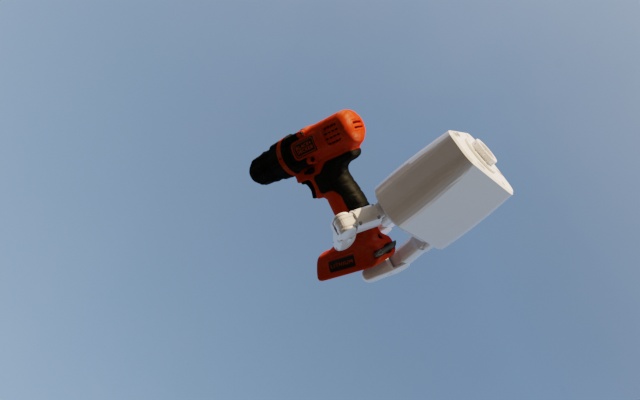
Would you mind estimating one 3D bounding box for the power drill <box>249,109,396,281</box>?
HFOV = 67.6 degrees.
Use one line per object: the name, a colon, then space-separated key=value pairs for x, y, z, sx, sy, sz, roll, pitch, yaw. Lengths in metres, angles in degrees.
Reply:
power drill: x=0.000 y=0.002 z=0.596 sx=0.184 sy=0.187 sz=0.057 roll=-22 pitch=2 yaw=41
